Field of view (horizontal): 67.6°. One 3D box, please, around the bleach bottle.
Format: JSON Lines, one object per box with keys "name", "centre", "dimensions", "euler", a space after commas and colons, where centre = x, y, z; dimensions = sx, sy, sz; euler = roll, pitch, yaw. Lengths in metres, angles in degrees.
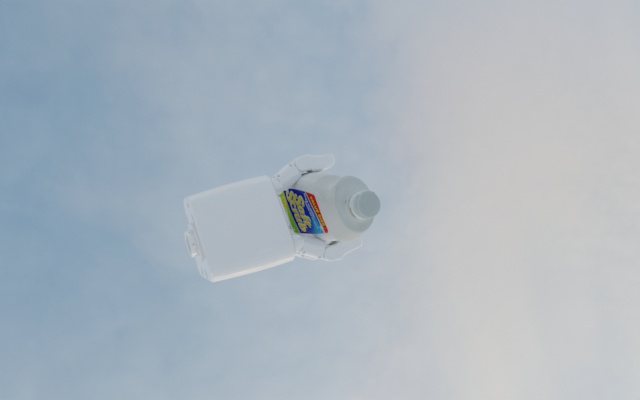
{"name": "bleach bottle", "centre": [0.000, 0.002, 0.623], "dimensions": [0.068, 0.102, 0.251], "euler": [-14, 3, -24]}
